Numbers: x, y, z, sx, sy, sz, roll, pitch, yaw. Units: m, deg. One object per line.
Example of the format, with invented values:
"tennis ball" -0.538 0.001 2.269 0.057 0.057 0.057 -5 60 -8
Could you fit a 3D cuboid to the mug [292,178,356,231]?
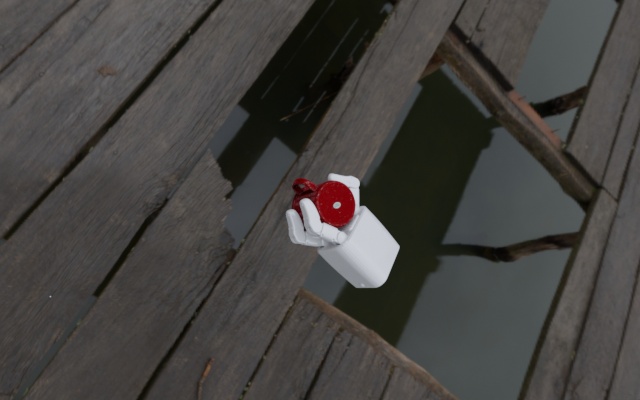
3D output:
"mug" -0.001 0.002 0.836 0.117 0.093 0.081 45 -28 -16
